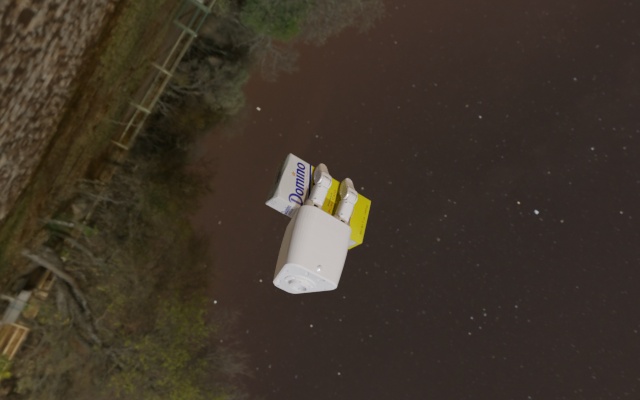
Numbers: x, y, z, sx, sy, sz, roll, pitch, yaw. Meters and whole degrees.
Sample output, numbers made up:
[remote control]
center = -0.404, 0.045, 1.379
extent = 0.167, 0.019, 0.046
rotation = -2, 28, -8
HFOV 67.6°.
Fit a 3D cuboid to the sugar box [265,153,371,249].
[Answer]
[sugar box]
center = 0.000, 0.003, 0.821
extent = 0.176, 0.093, 0.048
rotation = 31, -36, -23
